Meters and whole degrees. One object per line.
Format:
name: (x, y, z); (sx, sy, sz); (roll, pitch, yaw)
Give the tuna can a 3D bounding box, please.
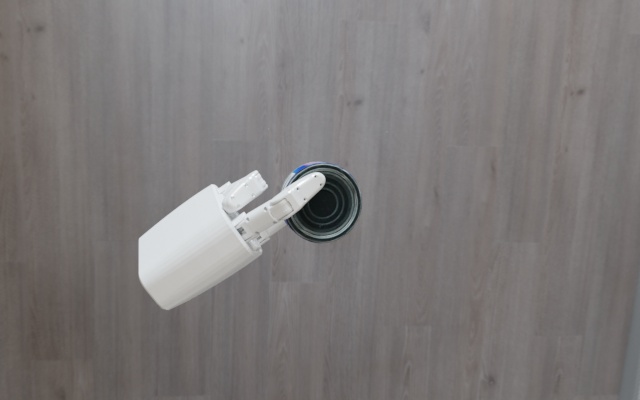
tuna can: (0.000, 0.002, 0.508); (0.086, 0.086, 0.033); (0, 5, -11)
